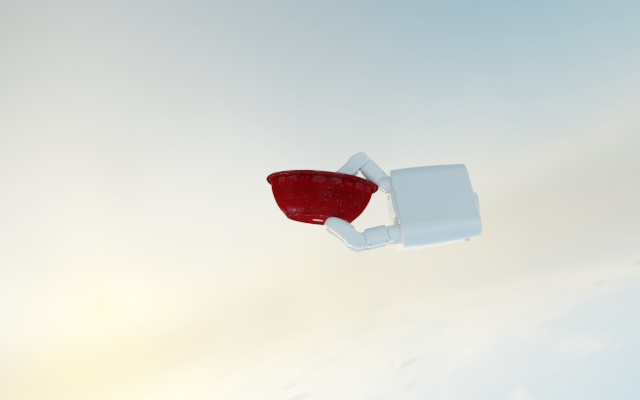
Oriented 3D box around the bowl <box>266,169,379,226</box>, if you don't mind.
[{"bbox_3d":[-0.001,0.003,0.679,0.162,0.055,0.162,5,-10,1],"label":"bowl"}]
